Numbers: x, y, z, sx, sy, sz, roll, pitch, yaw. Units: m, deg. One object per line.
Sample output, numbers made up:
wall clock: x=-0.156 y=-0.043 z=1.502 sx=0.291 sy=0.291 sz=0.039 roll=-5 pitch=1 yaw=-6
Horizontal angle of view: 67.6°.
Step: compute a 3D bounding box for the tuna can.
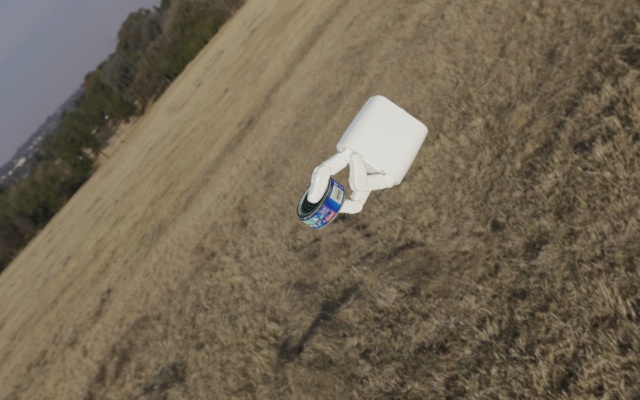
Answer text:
tuna can: x=0.000 y=0.002 z=0.773 sx=0.034 sy=0.086 sz=0.086 roll=35 pitch=-17 yaw=-26
